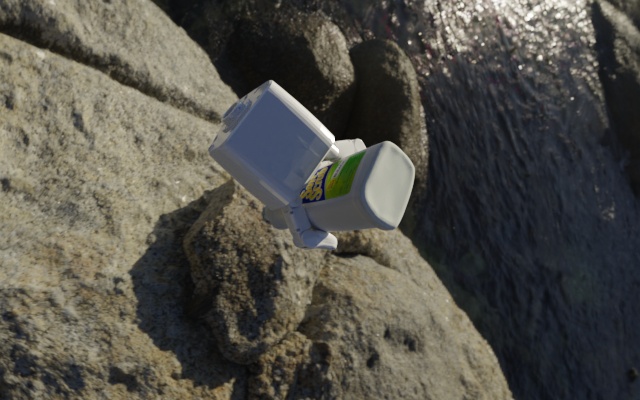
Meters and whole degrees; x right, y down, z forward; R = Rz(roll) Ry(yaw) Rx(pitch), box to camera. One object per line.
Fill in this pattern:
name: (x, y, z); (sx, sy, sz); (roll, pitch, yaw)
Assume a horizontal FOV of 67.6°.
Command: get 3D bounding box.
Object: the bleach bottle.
bleach bottle: (0.000, 0.002, 0.616); (0.068, 0.102, 0.251); (41, -33, -25)
